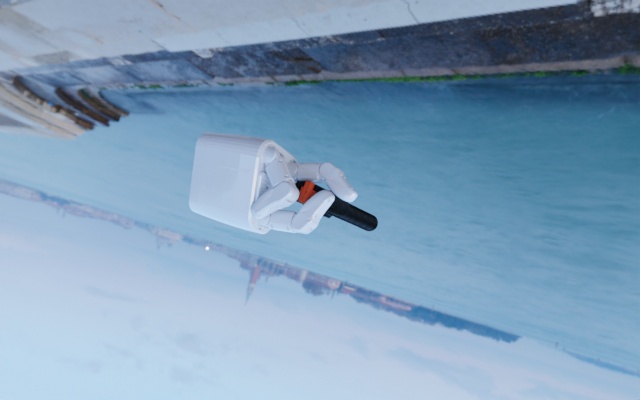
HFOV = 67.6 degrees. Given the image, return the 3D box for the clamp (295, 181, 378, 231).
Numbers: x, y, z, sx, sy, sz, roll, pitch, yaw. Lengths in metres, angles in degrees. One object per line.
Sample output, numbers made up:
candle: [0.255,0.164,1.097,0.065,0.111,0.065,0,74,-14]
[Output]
clamp: [0.000,0.003,0.651,0.120,0.039,0.171,12,-10,28]
